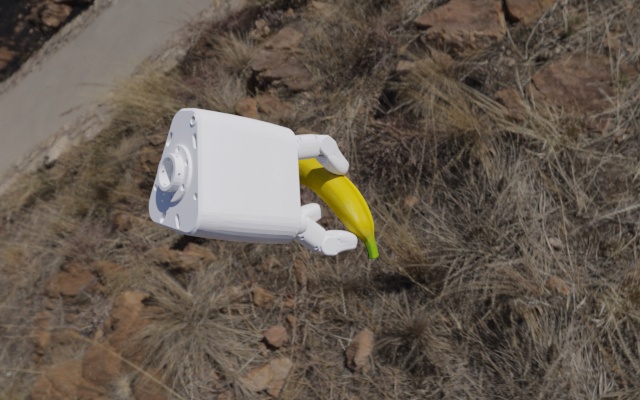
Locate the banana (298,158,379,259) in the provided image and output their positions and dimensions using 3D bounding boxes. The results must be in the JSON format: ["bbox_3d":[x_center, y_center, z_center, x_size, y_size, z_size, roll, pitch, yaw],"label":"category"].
[{"bbox_3d":[0.004,-0.012,0.568,0.037,0.070,0.197,-12,39,-30],"label":"banana"}]
